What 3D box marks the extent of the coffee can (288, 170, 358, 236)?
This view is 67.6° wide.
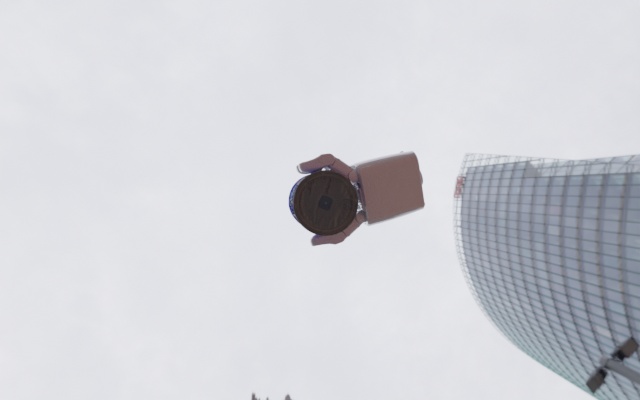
[{"bbox_3d":[0.000,0.003,0.809,0.103,0.103,0.140,0,1,-7],"label":"coffee can"}]
